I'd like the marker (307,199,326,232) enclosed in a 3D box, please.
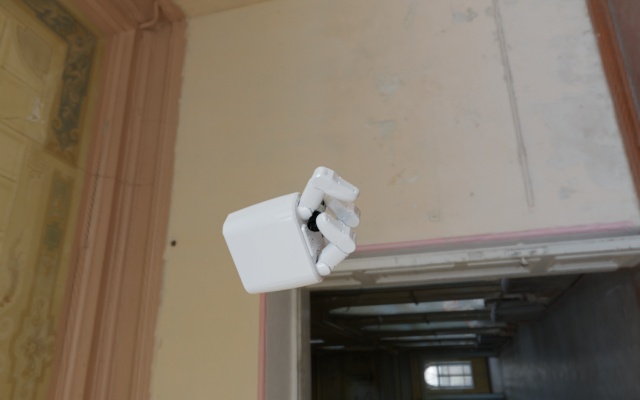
[{"bbox_3d":[0.000,0.002,0.624,0.020,0.020,0.121,0,32,9],"label":"marker"}]
